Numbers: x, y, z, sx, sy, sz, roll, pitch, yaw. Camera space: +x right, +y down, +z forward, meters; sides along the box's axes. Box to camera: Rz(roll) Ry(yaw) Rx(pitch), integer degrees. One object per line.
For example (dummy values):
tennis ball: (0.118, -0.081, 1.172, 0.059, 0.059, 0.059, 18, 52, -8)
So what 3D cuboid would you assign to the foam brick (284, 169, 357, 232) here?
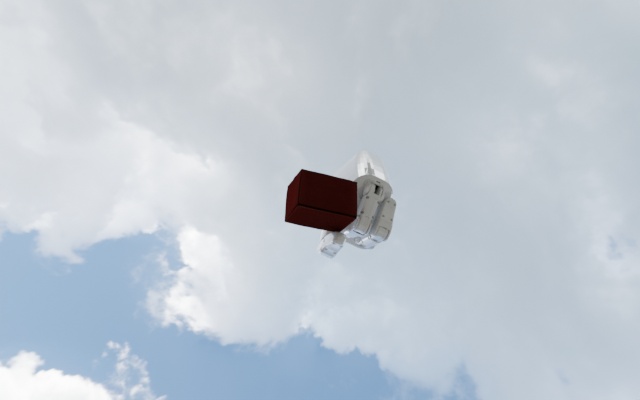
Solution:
foam brick: (0.000, 0.002, 0.591, 0.078, 0.051, 0.053, 13, -29, -20)
